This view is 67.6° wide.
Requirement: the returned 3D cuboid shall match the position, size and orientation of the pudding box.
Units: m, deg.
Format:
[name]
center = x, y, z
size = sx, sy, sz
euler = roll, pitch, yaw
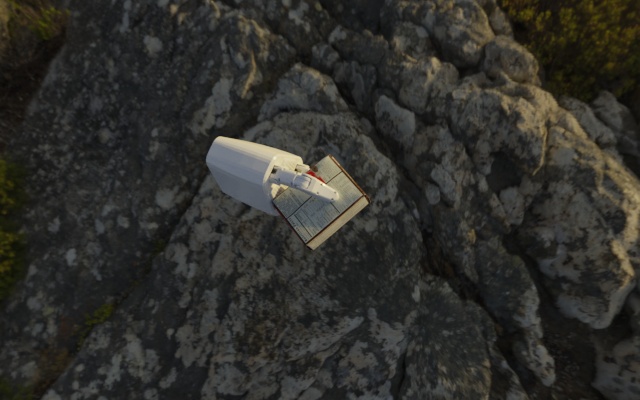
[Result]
[pudding box]
center = 0.000, 0.002, 0.686
size = 0.113, 0.090, 0.039
euler = -41, -24, 2
